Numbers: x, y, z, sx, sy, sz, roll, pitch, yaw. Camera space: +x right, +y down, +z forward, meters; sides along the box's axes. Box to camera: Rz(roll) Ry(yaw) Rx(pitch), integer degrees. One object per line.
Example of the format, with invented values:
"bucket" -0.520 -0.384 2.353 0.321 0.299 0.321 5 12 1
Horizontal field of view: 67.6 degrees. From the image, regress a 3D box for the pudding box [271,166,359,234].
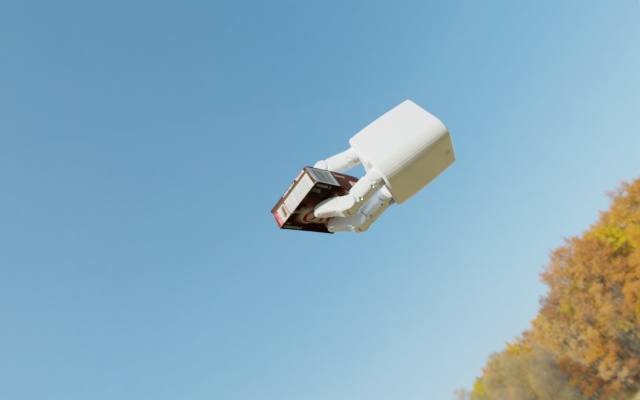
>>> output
"pudding box" 0.000 0.002 0.669 0.113 0.090 0.039 11 36 -44
